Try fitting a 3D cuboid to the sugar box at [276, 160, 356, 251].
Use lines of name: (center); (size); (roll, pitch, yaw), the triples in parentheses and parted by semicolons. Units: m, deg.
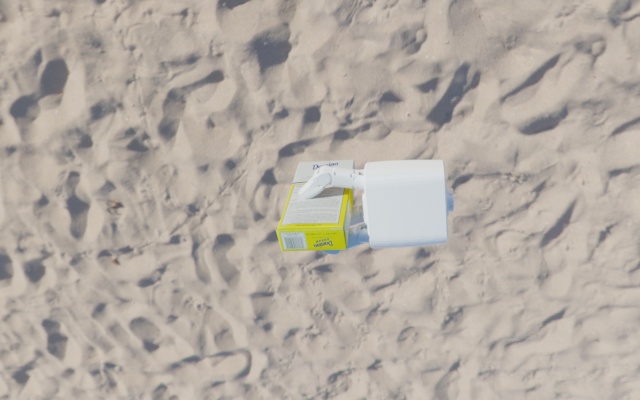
sugar box: (0.000, 0.003, 0.701); (0.093, 0.048, 0.176); (-2, 32, 12)
